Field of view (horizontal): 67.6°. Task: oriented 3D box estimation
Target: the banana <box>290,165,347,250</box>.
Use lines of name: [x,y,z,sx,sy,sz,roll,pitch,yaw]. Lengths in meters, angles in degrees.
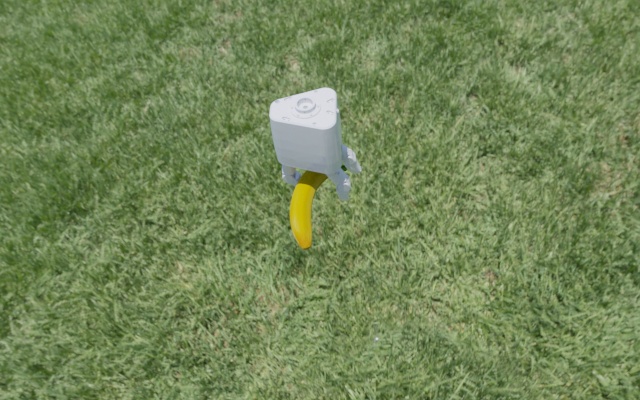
banana: [-0.016,-0.005,0.841,0.069,0.197,0.037,17,-33,13]
